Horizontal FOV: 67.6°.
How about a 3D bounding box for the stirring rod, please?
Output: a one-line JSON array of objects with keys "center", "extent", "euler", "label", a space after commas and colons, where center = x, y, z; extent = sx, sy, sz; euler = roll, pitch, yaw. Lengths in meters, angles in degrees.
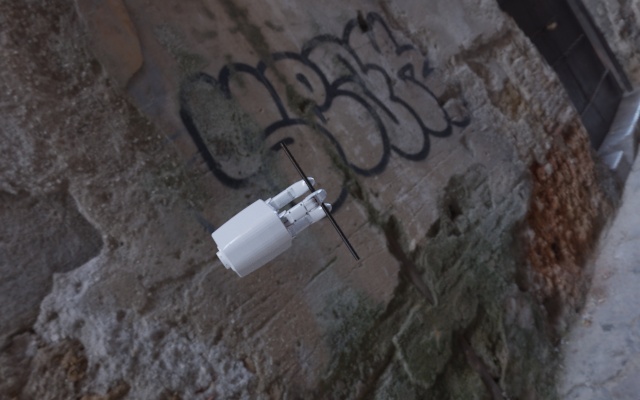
[{"center": [0.000, 0.003, 0.817], "extent": [0.011, 0.239, 0.011], "euler": [-33, 6, 4], "label": "stirring rod"}]
